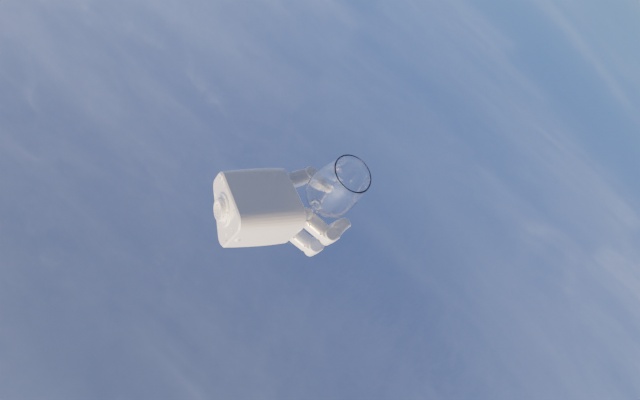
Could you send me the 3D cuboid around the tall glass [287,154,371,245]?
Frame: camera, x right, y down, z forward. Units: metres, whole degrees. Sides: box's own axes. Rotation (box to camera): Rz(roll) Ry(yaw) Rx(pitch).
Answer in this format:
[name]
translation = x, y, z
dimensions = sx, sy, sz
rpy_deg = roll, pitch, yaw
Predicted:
[tall glass]
translation = 0.000, 0.003, 0.754
dimensions = 0.079, 0.079, 0.201
rpy_deg = 0, -24, -31
